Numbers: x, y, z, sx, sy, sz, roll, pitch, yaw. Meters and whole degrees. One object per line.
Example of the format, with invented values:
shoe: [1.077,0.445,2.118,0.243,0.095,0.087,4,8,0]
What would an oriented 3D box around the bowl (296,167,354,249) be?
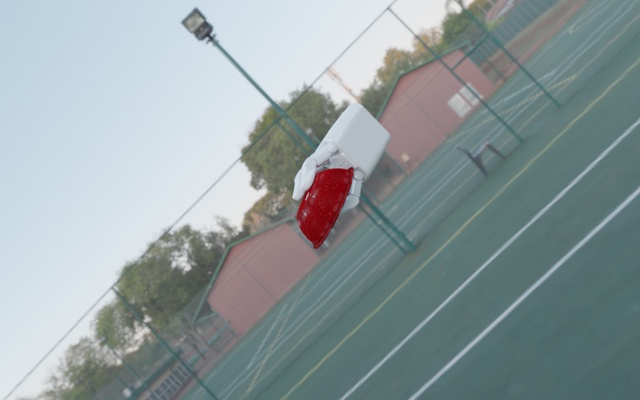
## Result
bowl: [-0.001,0.004,0.850,0.055,0.162,0.162,24,-4,-8]
